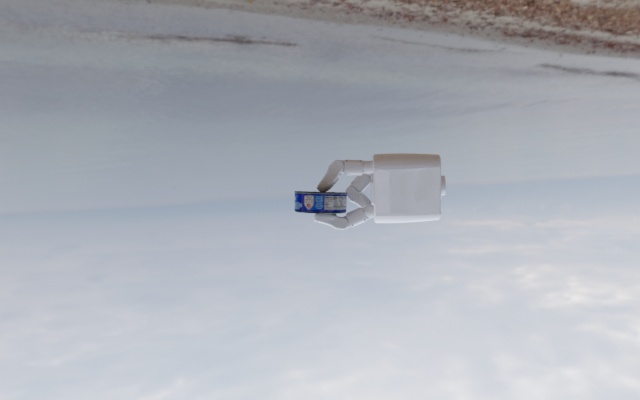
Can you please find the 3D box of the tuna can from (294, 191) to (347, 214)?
[{"bbox_3d":[0.000,0.003,0.772,0.086,0.034,0.086,1,2,0],"label":"tuna can"}]
